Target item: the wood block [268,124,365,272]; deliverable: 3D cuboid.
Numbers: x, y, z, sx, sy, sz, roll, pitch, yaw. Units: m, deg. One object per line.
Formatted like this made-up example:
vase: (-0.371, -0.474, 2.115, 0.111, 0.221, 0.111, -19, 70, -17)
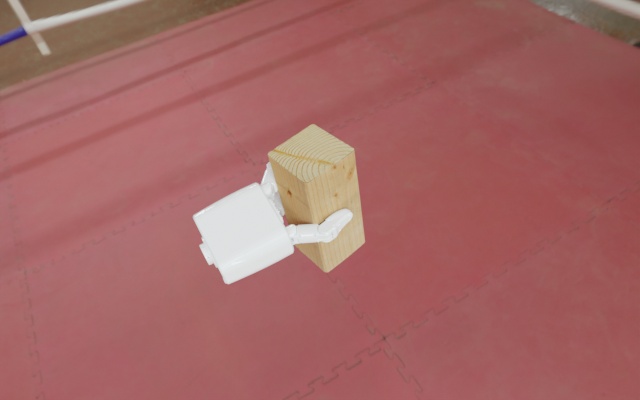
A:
wood block: (0.000, 0.003, 0.731, 0.090, 0.206, 0.090, -36, 51, -21)
